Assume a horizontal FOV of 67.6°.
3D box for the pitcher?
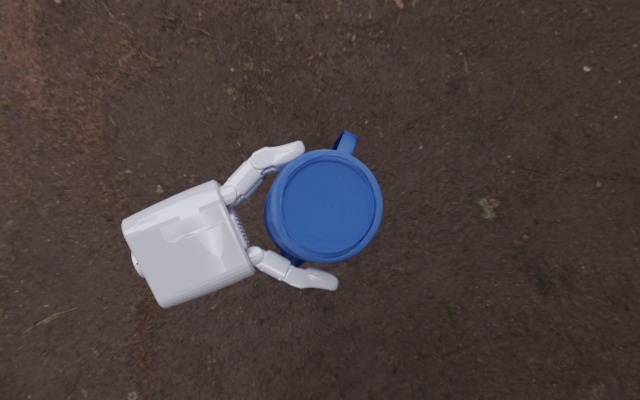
[{"bbox_3d":[0.000,0.002,0.557,0.145,0.149,0.243,-20,-2,-6],"label":"pitcher"}]
